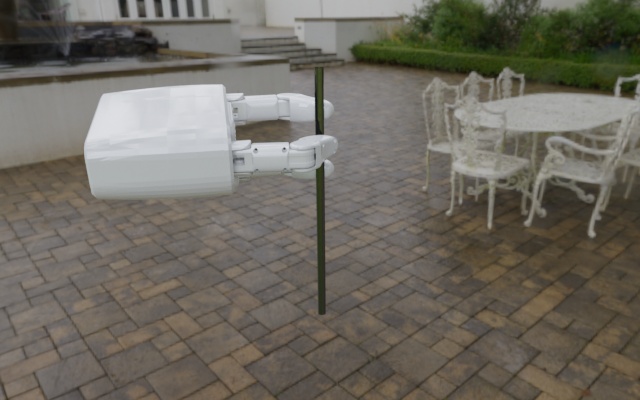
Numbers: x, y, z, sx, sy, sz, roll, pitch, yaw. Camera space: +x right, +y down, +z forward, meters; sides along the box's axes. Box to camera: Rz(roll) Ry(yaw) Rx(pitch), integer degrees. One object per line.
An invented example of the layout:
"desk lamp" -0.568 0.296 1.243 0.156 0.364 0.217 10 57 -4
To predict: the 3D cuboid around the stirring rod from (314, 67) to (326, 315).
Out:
"stirring rod" 0.000 0.002 0.442 0.011 0.240 0.011 -1 21 0
